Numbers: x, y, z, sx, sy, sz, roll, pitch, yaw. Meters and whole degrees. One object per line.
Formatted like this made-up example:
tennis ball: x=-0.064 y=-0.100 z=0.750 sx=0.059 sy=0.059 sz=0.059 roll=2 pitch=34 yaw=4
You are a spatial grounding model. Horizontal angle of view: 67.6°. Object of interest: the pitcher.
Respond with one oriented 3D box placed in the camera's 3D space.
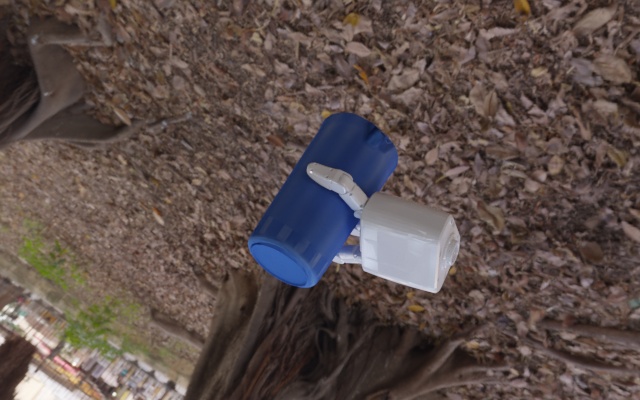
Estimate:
pitcher: x=0.000 y=0.002 z=0.691 sx=0.145 sy=0.242 sz=0.149 roll=16 pitch=-35 yaw=29
